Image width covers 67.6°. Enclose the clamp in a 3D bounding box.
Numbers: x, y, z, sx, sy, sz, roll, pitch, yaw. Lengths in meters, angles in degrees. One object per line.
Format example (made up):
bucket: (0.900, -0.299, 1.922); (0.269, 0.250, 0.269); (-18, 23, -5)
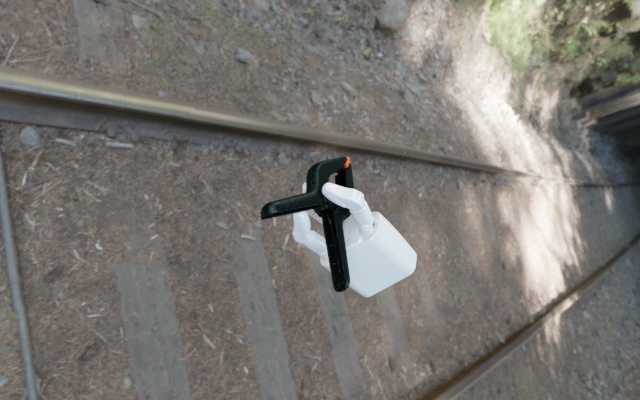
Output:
clamp: (0.001, 0.002, 0.677); (0.036, 0.209, 0.165); (-24, -54, 37)
